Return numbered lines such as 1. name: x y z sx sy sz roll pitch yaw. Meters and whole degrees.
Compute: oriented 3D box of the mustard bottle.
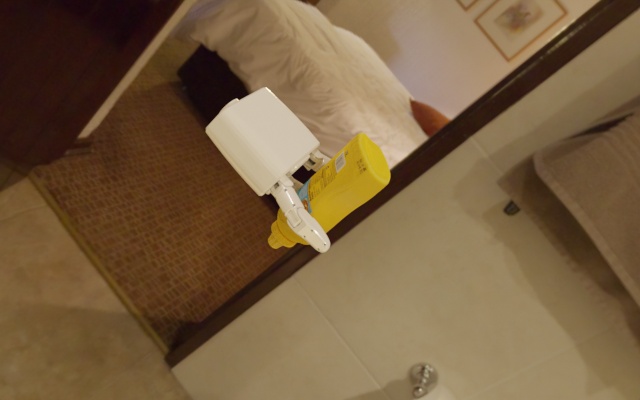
1. mustard bottle: 0.001 0.002 0.615 0.058 0.096 0.192 37 -63 -26
